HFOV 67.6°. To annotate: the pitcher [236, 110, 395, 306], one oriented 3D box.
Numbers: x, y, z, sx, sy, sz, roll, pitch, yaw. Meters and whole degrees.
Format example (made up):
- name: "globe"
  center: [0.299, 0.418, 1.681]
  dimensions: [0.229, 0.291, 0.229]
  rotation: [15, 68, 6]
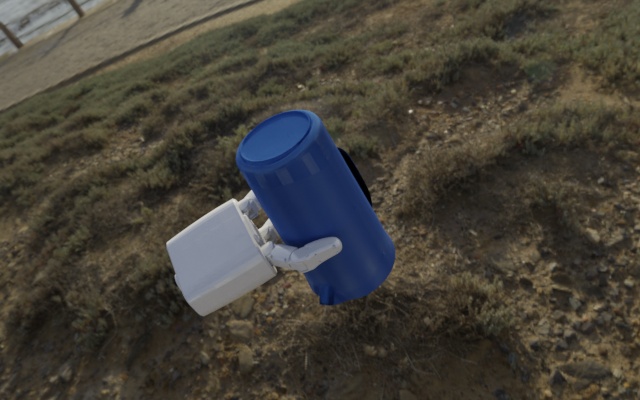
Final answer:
- name: "pitcher"
  center: [0.000, 0.002, 0.612]
  dimensions: [0.145, 0.243, 0.149]
  rotation: [-31, 38, -1]
